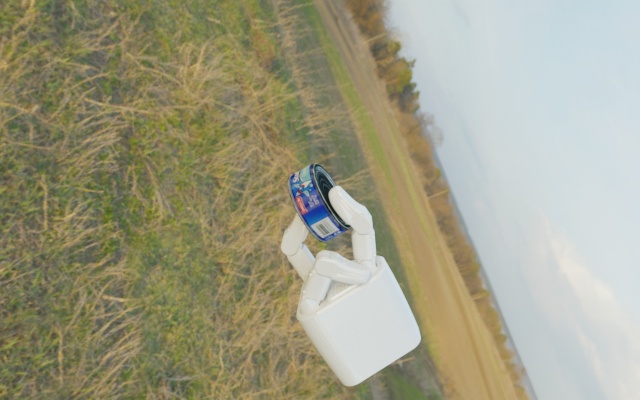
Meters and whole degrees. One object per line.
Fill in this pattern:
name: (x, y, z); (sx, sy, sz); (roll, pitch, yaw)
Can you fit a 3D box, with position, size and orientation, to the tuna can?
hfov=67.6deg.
tuna can: (0.001, 0.001, 0.537); (0.034, 0.086, 0.086); (-28, -8, 16)
